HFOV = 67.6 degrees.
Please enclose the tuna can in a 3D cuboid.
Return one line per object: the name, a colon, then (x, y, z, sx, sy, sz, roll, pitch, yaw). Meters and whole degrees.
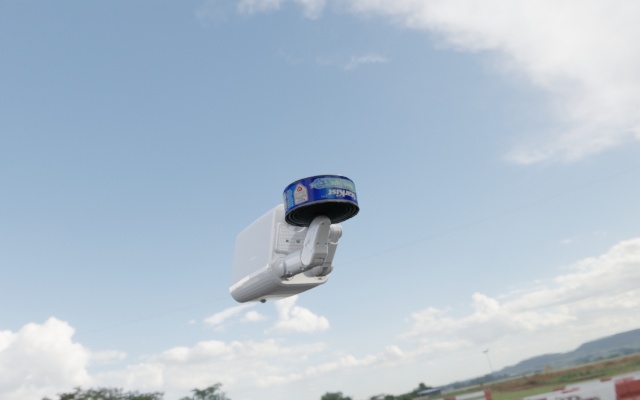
tuna can: (0.000, 0.001, 0.546, 0.086, 0.033, 0.086, -7, -20, -3)
